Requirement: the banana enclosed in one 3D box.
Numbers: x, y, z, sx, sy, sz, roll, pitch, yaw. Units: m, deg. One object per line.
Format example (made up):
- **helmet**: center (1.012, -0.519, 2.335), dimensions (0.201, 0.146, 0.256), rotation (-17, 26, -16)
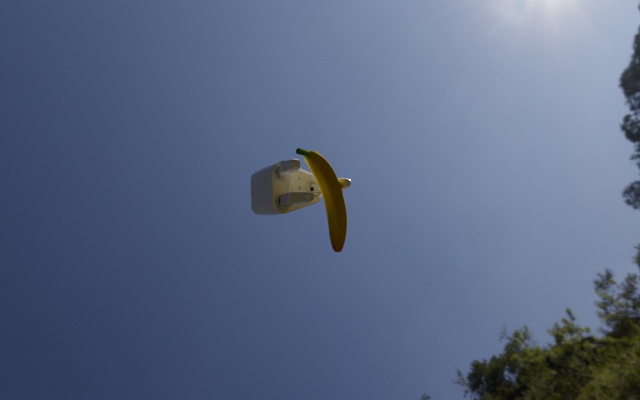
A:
- **banana**: center (0.012, -0.008, 0.849), dimensions (0.069, 0.198, 0.037), rotation (-31, 13, -38)
